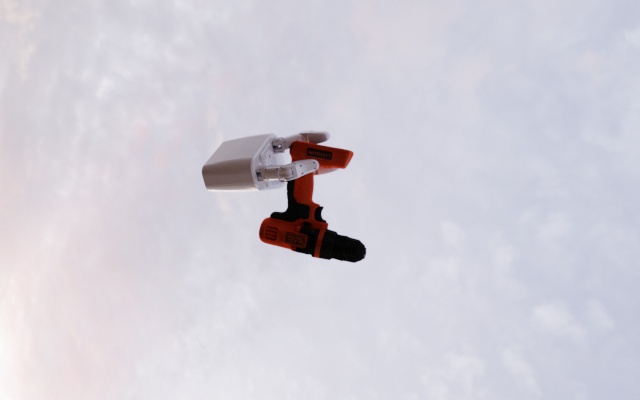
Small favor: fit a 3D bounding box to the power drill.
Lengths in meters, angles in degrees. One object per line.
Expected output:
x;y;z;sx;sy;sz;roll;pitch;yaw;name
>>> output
0.000;0.002;0.795;0.184;0.187;0.057;12;4;5;power drill
